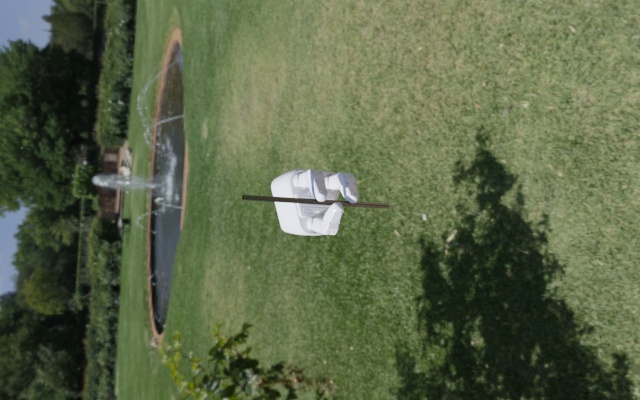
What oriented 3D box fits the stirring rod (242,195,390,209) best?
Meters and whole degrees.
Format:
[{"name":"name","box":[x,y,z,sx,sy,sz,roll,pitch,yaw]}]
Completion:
[{"name":"stirring rod","box":[0.000,0.002,0.722,0.239,0.011,0.011,4,-2,-24]}]
